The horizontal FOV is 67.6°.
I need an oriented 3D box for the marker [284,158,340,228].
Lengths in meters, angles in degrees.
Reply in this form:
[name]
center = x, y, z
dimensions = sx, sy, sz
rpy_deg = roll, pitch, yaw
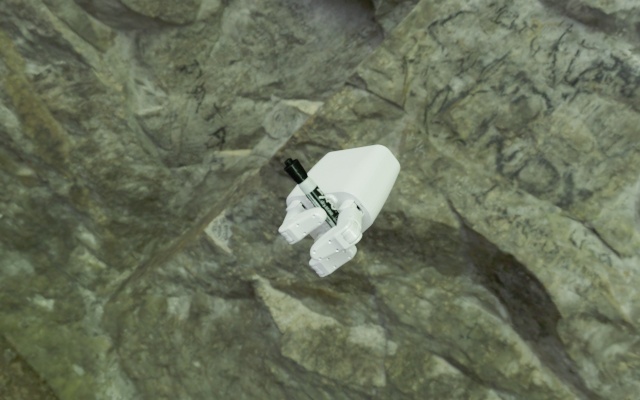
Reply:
[marker]
center = 0.000, 0.002, 0.532
dimensions = 0.020, 0.121, 0.020
rpy_deg = -35, 16, 12
